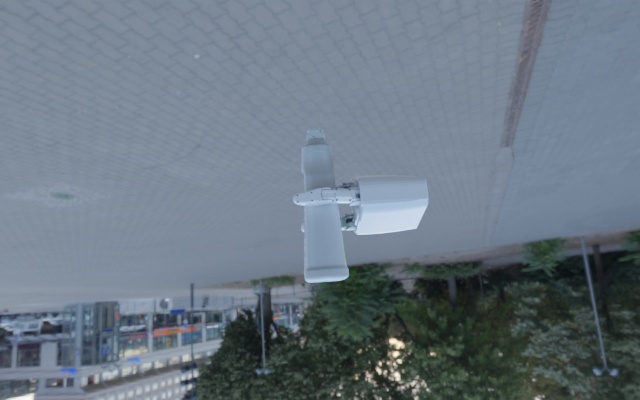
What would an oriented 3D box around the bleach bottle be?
[{"bbox_3d":[0.000,0.003,0.769,0.068,0.250,0.102,-3,-12,-4],"label":"bleach bottle"}]
